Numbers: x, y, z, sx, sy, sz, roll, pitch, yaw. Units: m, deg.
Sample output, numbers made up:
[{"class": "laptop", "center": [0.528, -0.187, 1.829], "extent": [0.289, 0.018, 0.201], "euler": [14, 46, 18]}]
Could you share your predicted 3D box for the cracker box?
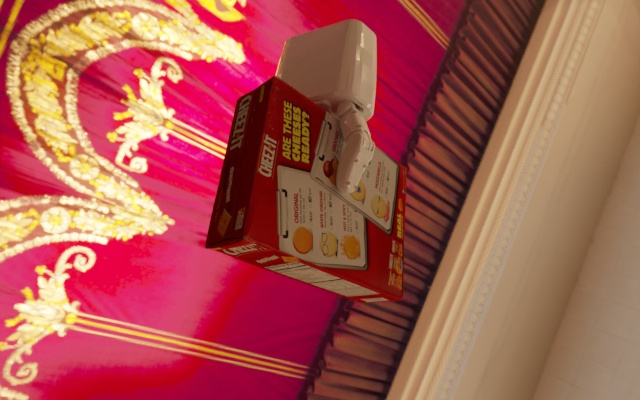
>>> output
[{"class": "cracker box", "center": [0.000, 0.002, 0.495], "extent": [0.214, 0.164, 0.072], "euler": [27, -31, -38]}]
